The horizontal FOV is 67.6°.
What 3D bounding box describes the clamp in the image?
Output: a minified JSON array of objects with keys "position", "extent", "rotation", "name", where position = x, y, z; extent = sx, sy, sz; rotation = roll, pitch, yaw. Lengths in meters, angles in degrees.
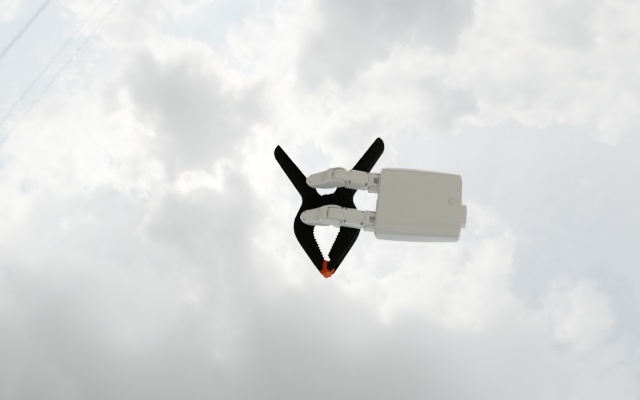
[{"position":[0.000,0.003,0.672],"extent":[0.164,0.210,0.036],"rotation":[3,-22,14],"name":"clamp"}]
